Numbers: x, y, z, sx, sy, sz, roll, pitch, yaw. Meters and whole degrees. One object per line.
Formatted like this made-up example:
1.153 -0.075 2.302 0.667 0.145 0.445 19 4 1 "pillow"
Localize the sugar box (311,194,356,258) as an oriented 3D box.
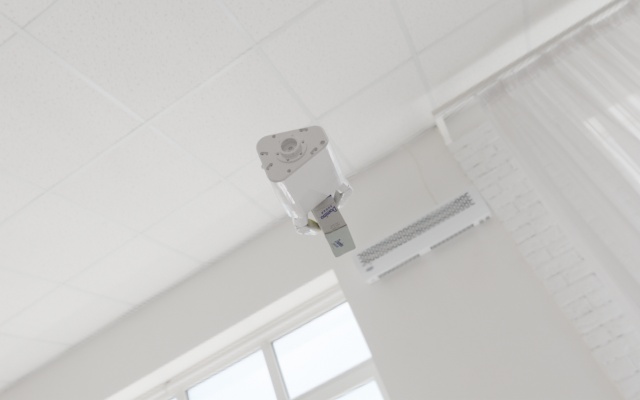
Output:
0.000 0.003 0.821 0.048 0.176 0.093 -24 -33 0 "sugar box"
